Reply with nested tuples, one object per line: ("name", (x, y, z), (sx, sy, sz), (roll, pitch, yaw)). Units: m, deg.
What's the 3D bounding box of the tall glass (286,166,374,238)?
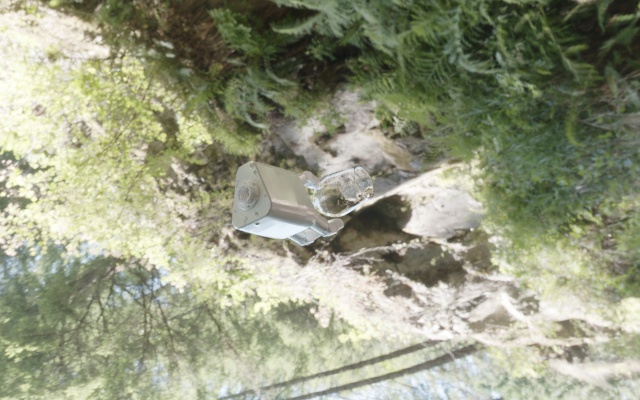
("tall glass", (0.000, 0.003, 0.880), (0.201, 0.079, 0.079), (-25, -14, 33))
